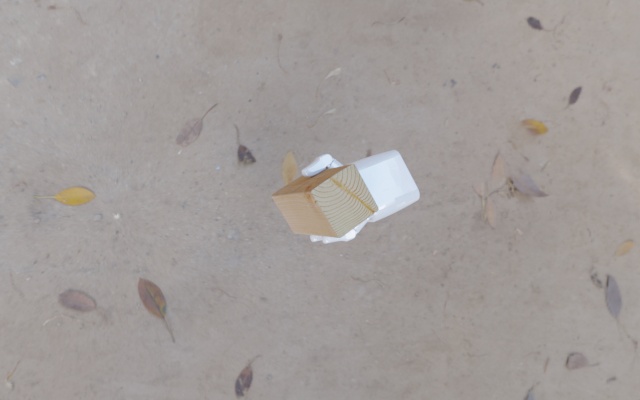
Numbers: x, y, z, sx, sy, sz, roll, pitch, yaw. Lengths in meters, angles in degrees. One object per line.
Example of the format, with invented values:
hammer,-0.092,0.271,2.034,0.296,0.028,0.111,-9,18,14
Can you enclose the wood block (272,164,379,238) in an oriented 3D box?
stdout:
wood block,0.000,0.002,0.844,0.090,0.091,0.206,-34,11,-20
